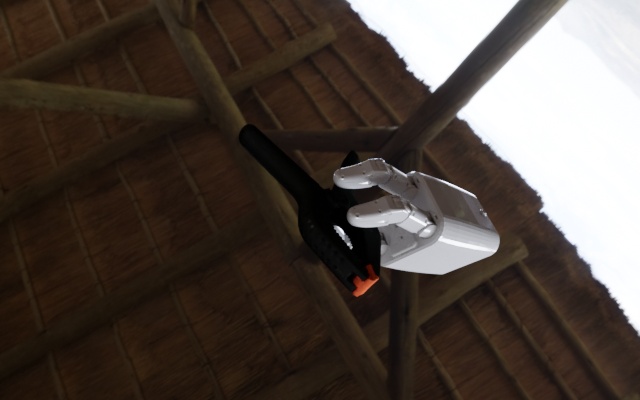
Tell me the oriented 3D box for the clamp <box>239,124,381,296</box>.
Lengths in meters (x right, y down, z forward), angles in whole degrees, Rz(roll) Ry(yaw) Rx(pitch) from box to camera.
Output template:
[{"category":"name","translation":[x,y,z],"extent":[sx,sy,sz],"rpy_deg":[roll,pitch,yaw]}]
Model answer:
[{"category":"clamp","translation":[0.000,0.003,0.500],"extent":[0.164,0.209,0.036],"rpy_deg":[14,-49,-32]}]
